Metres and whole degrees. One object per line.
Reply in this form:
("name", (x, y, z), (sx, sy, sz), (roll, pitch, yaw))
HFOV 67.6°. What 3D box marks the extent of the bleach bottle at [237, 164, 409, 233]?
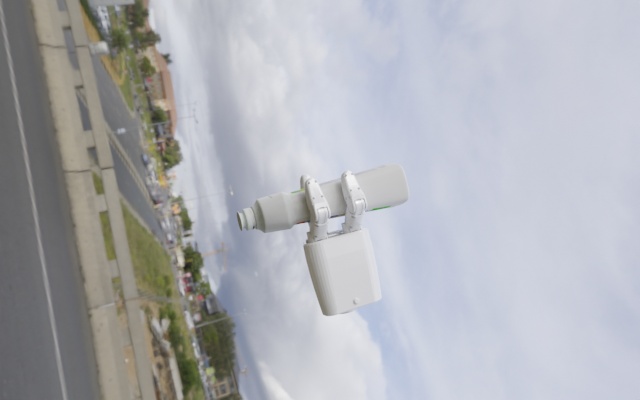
("bleach bottle", (0.000, 0.002, 0.710), (0.251, 0.068, 0.102), (-13, 0, -19))
